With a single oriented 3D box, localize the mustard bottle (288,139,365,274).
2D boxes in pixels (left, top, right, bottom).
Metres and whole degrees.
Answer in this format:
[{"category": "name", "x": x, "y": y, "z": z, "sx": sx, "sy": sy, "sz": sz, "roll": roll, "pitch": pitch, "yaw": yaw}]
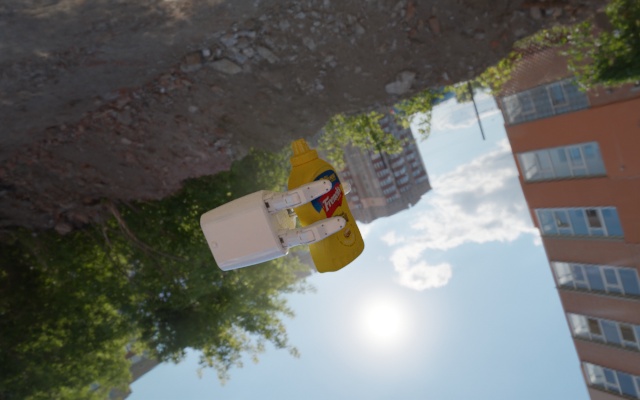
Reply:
[{"category": "mustard bottle", "x": 0.000, "y": 0.002, "z": 0.698, "sx": 0.058, "sy": 0.191, "sz": 0.096, "roll": -14, "pitch": 12, "yaw": 41}]
